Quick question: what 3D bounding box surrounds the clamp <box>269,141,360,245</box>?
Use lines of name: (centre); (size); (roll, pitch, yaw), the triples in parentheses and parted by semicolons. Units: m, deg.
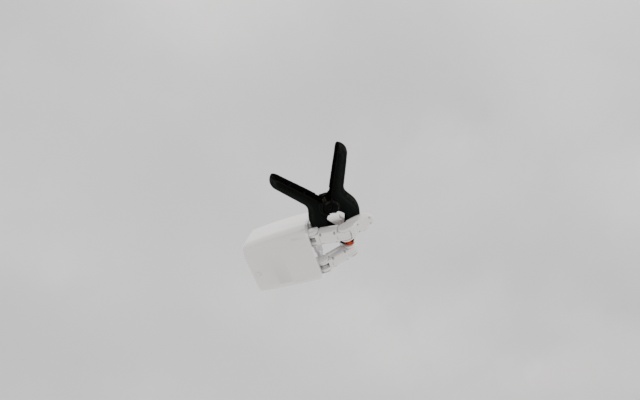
clamp: (0.000, 0.002, 0.722); (0.120, 0.171, 0.039); (-15, 29, 7)
